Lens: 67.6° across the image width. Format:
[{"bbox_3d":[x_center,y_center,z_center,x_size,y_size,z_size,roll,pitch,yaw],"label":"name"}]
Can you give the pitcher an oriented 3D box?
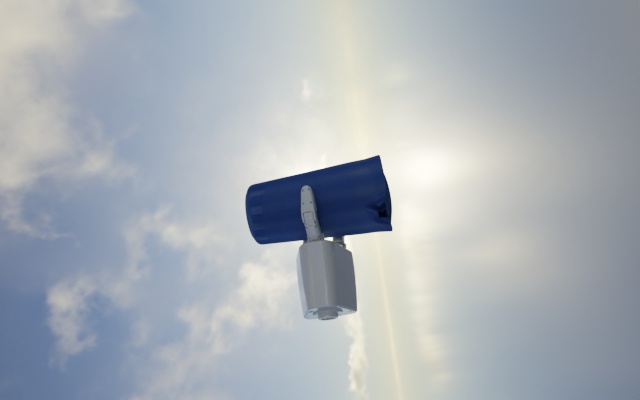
[{"bbox_3d":[0.000,0.003,0.836,0.243,0.145,0.149,-9,-23,6],"label":"pitcher"}]
